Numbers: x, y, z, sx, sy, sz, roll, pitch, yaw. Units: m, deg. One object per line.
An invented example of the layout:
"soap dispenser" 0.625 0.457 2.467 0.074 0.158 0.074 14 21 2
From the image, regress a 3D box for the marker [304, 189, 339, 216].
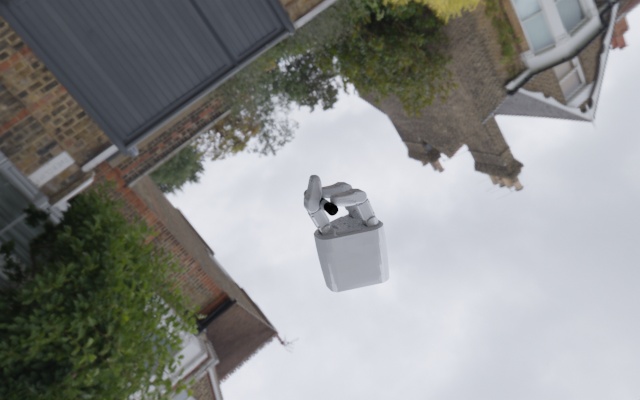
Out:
"marker" 0.000 0.003 0.792 0.020 0.020 0.121 0 13 -22
